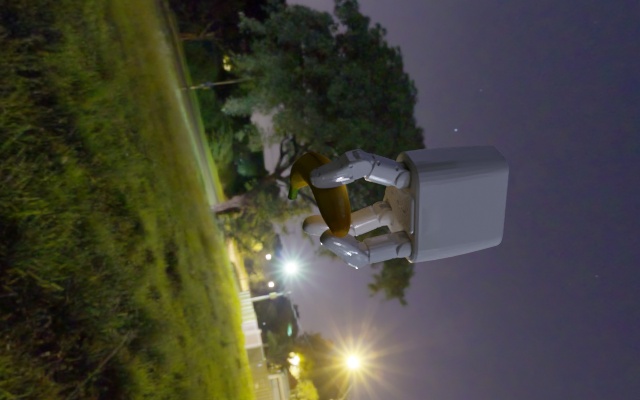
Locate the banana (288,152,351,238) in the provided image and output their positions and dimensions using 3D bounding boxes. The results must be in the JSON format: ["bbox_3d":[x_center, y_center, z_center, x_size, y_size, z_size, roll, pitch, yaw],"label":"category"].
[{"bbox_3d":[-0.002,-0.017,0.532,0.037,0.070,0.197,-6,13,-14],"label":"banana"}]
